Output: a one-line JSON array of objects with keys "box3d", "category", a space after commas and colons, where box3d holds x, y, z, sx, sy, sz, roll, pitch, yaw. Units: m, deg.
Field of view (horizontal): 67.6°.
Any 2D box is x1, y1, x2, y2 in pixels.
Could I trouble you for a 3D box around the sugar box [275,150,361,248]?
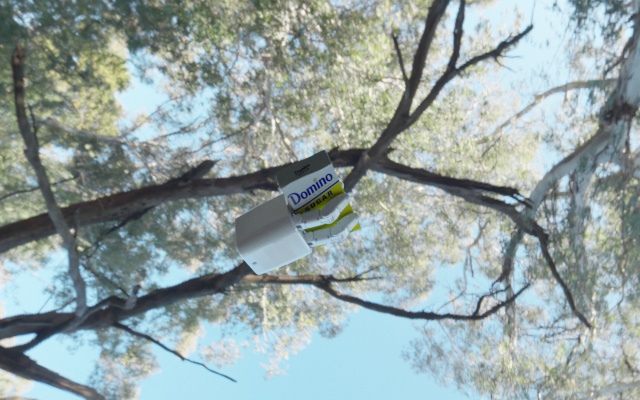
[{"box3d": [0.000, 0.003, 0.823, 0.093, 0.048, 0.176, -26, -42, 3], "category": "sugar box"}]
